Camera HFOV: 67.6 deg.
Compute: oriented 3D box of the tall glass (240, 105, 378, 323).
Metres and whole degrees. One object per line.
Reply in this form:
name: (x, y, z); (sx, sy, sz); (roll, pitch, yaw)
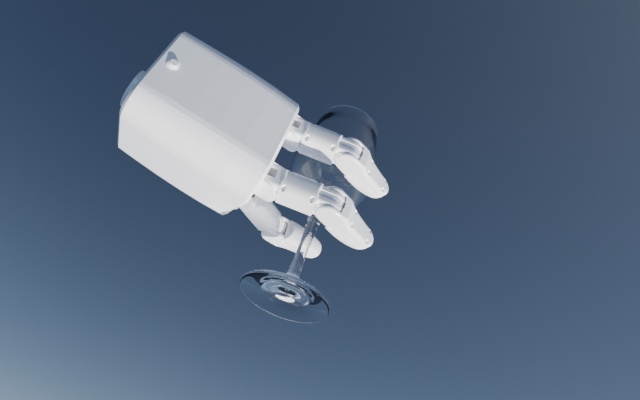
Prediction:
tall glass: (0.000, 0.002, 0.427); (0.079, 0.201, 0.079); (13, -38, 10)
